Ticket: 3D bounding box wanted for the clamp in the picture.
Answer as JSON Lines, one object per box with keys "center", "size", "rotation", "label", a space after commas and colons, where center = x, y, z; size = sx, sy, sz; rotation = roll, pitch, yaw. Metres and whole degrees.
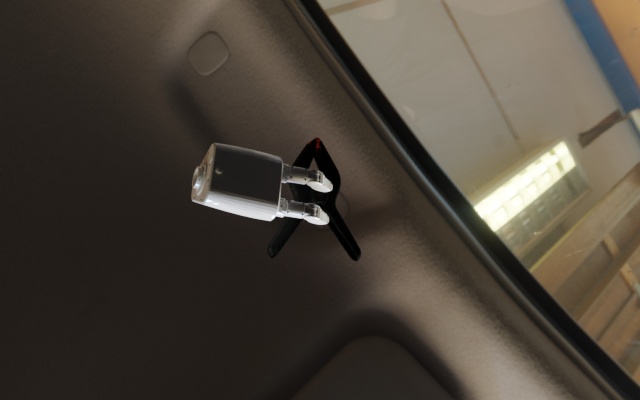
{"center": [0.000, 0.002, 0.786], "size": [0.164, 0.210, 0.036], "rotation": [14, -18, -27], "label": "clamp"}
